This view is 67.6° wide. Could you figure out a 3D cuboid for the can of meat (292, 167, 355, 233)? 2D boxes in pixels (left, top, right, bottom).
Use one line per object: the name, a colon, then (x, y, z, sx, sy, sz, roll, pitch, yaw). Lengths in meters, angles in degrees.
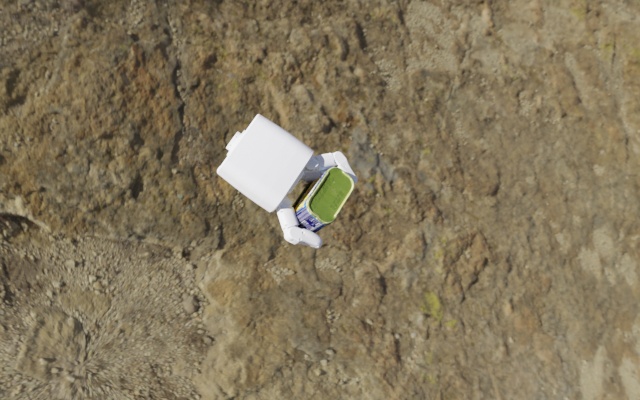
can of meat: (0.000, 0.003, 0.759, 0.057, 0.102, 0.084, 38, -30, -9)
